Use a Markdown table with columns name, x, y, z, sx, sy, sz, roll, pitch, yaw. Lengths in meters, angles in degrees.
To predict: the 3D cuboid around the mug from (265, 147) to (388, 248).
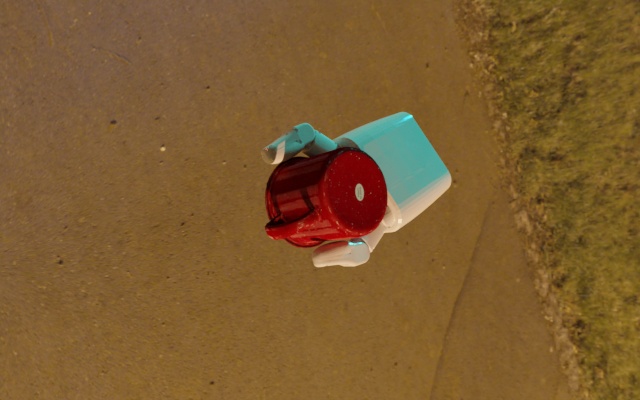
| name | x | y | z | sx | sy | sz | roll | pitch | yaw |
| --- | --- | --- | --- | --- | --- | --- | --- | --- | --- |
| mug | -0.001 | 0.002 | 0.441 | 0.117 | 0.093 | 0.081 | -31 | 12 | -37 |
